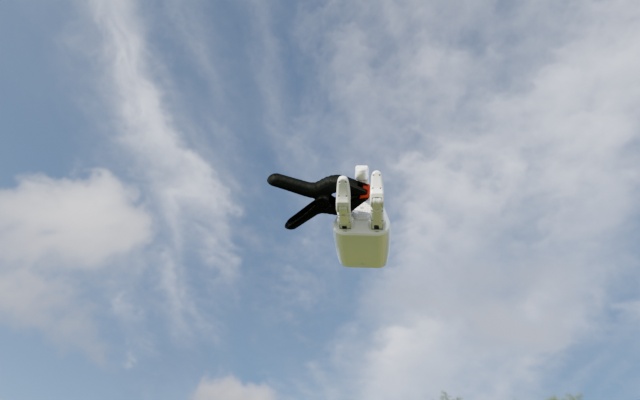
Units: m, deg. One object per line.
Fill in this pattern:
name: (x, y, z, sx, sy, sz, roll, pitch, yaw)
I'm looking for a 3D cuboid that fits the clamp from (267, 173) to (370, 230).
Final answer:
clamp: (0.000, 0.002, 0.820, 0.171, 0.039, 0.120, 1, -44, 8)
